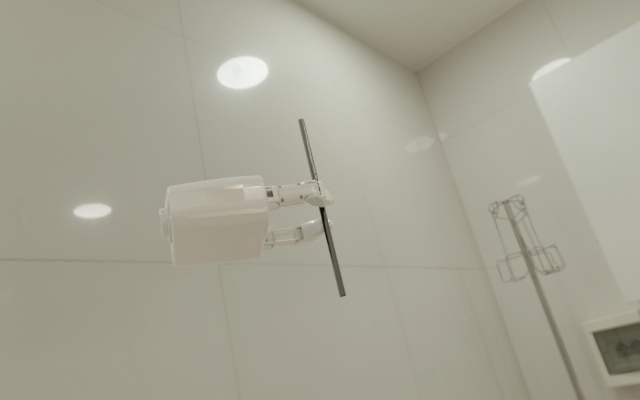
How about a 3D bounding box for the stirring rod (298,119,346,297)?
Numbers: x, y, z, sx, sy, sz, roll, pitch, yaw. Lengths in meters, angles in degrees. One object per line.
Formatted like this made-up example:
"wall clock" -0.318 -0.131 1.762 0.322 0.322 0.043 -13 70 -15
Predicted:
"stirring rod" 0.000 0.002 0.599 0.011 0.239 0.011 -12 -20 -4
